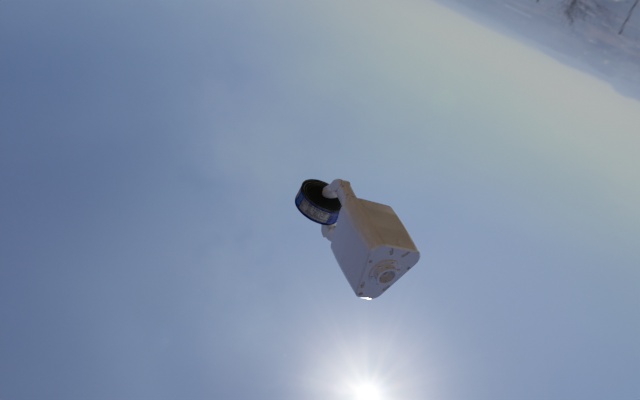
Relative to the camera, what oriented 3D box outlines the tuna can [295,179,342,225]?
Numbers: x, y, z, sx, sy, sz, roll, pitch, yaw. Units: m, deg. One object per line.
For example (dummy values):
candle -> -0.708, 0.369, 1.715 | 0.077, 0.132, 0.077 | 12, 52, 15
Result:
tuna can -> 0.000, 0.003, 0.816 | 0.086, 0.034, 0.086 | 21, 31, -13
